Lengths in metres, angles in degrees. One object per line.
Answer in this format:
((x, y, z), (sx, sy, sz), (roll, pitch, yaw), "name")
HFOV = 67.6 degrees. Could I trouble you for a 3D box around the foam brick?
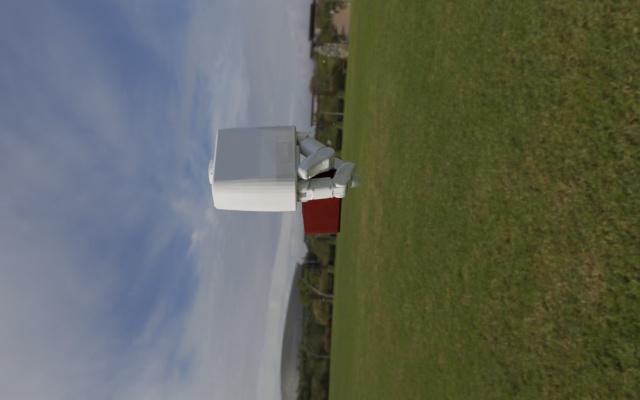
((0.000, 0.002, 0.670), (0.051, 0.078, 0.053), (-5, 42, -6), "foam brick")
